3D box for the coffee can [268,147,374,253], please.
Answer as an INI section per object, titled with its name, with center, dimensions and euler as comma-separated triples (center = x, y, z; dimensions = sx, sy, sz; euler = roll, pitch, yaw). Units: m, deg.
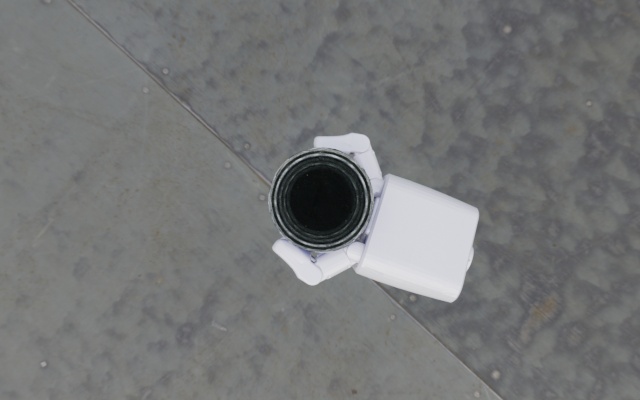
[coffee can]
center = 0.000, 0.002, 0.528
dimensions = 0.103, 0.103, 0.140
euler = 0, -2, 0
